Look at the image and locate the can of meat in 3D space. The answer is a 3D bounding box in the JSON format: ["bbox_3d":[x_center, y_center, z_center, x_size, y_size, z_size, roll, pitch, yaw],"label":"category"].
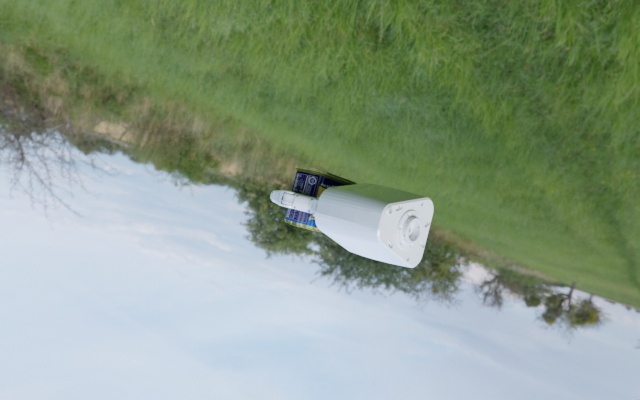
[{"bbox_3d":[0.000,0.003,0.700,0.057,0.084,0.102,13,-2,41],"label":"can of meat"}]
